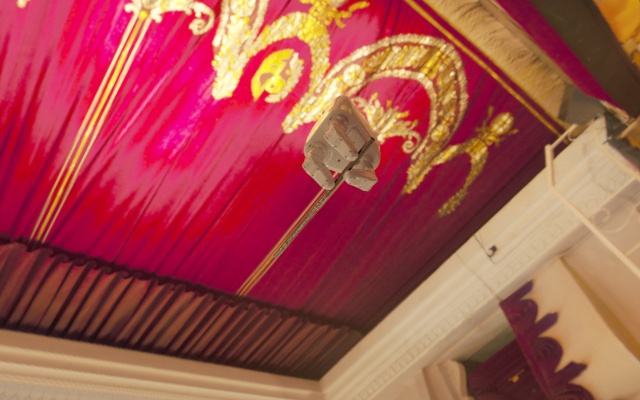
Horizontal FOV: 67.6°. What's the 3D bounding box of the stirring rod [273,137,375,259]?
[{"bbox_3d":[0.000,0.002,0.685,0.011,0.240,0.011,32,26,-17],"label":"stirring rod"}]
